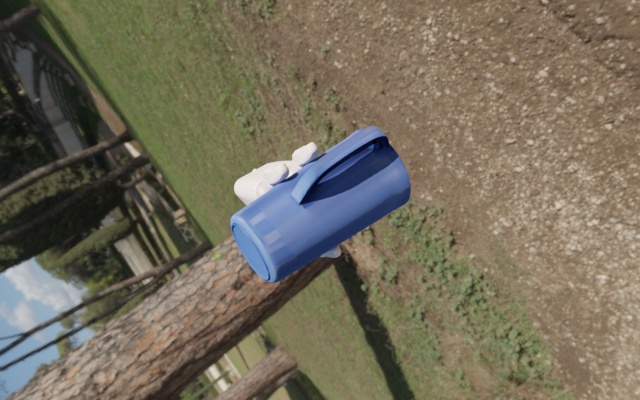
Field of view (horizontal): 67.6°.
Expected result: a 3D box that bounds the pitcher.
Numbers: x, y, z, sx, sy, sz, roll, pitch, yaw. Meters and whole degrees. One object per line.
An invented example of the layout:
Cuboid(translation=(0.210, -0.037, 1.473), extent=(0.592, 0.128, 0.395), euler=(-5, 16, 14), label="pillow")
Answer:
Cuboid(translation=(0.000, 0.002, 0.671), extent=(0.243, 0.149, 0.145), euler=(-33, 20, -23), label="pitcher")
